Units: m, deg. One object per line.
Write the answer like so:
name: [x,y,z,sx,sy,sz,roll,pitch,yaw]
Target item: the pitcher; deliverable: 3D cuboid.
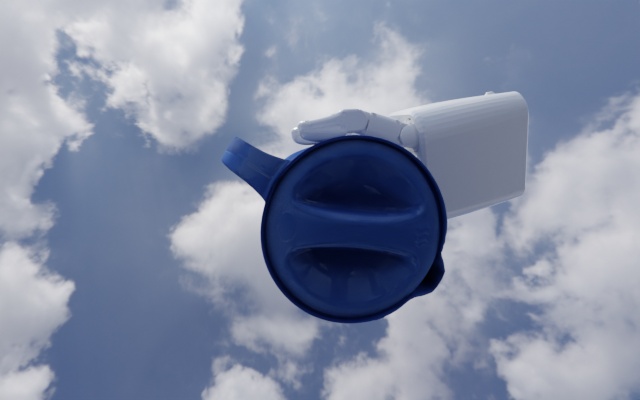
pitcher: [0.000,0.001,0.440,0.145,0.149,0.243,-15,9,-7]
